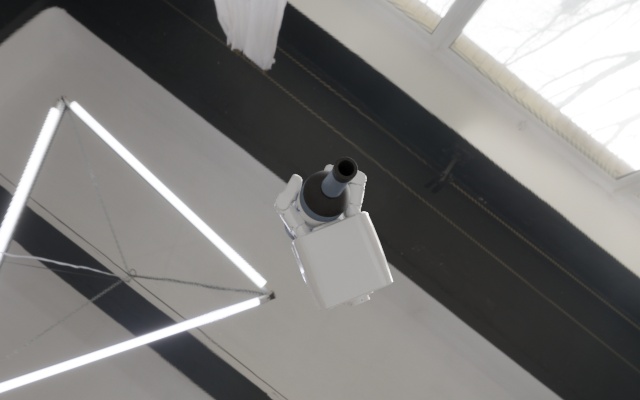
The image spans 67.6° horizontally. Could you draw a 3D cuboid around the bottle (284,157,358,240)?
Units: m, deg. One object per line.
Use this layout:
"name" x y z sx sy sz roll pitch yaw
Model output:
"bottle" 0.000 0.002 0.677 0.069 0.069 0.296 0 -15 -12
